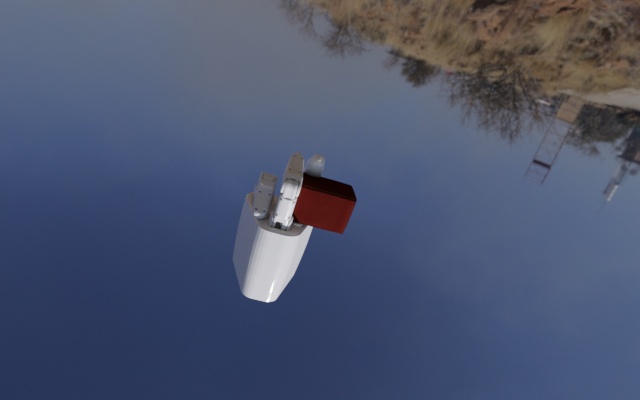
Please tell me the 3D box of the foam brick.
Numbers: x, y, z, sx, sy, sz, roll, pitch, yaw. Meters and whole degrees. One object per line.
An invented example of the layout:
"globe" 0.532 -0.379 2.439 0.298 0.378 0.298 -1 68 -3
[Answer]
"foam brick" 0.000 0.002 0.615 0.078 0.051 0.053 15 21 -7
